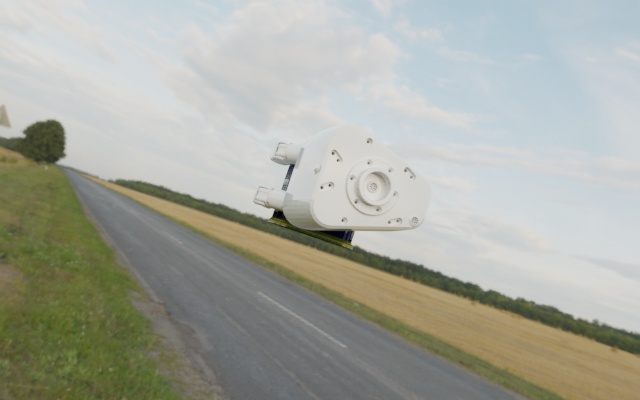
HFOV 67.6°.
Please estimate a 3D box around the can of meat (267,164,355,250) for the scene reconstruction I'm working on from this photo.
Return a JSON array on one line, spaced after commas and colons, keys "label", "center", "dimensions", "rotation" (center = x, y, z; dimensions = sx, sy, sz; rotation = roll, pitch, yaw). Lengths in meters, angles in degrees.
[{"label": "can of meat", "center": [0.000, 0.002, 0.559], "dimensions": [0.102, 0.084, 0.057], "rotation": [19, -5, -10]}]
